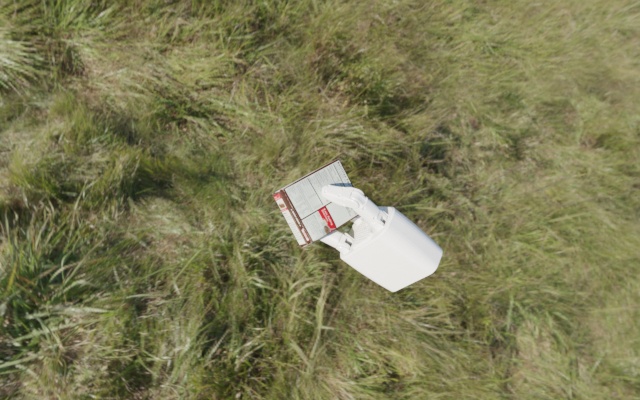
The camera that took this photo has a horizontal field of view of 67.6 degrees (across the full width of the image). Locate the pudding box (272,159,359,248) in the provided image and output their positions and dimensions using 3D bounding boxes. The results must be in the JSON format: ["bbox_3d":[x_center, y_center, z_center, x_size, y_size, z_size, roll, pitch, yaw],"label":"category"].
[{"bbox_3d":[0.000,0.002,0.693,0.113,0.090,0.039,-30,2,-33],"label":"pudding box"}]
